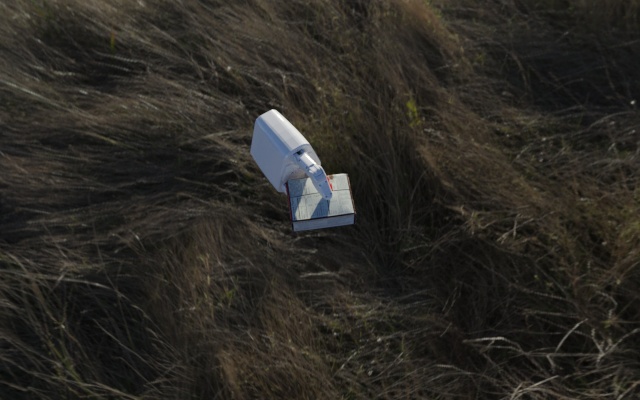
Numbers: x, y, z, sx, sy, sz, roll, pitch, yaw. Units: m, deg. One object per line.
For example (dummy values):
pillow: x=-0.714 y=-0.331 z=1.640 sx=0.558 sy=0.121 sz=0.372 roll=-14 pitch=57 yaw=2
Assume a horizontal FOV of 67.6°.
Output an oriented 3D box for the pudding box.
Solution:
pudding box: x=0.000 y=0.003 z=0.834 sx=0.113 sy=0.090 sz=0.039 roll=-8 pitch=-32 yaw=-2
